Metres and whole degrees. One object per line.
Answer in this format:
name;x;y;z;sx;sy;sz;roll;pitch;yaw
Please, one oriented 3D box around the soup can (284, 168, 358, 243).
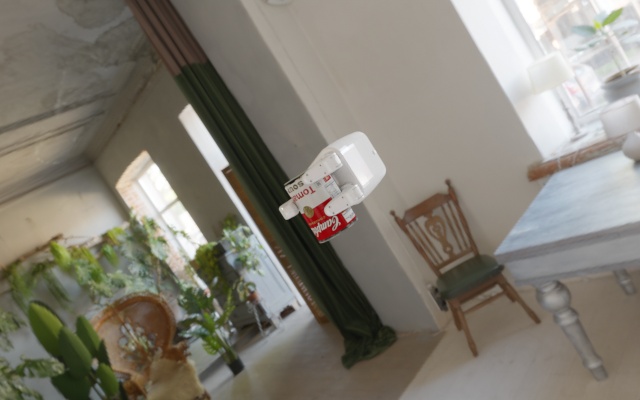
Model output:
soup can;0.000;0.002;0.710;0.068;0.102;0.068;-32;5;3
